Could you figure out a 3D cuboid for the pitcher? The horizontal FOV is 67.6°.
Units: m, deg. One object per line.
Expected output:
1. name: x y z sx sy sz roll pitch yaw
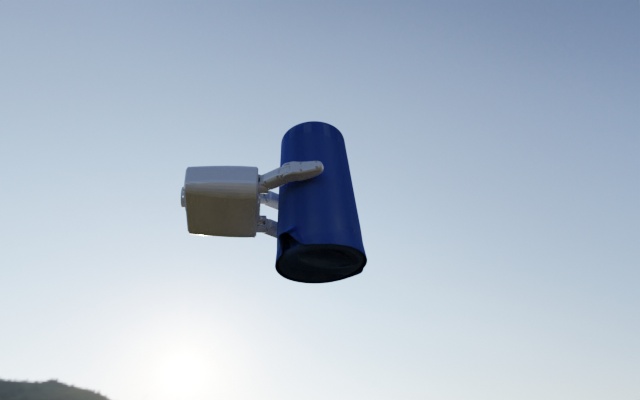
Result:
1. pitcher: 0.000 0.002 0.754 0.145 0.242 0.149 0 -33 -7
